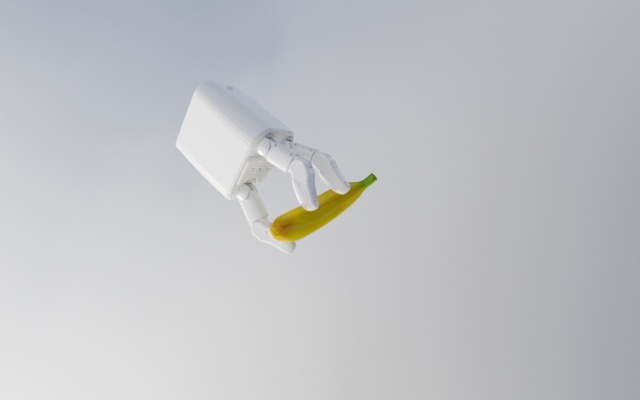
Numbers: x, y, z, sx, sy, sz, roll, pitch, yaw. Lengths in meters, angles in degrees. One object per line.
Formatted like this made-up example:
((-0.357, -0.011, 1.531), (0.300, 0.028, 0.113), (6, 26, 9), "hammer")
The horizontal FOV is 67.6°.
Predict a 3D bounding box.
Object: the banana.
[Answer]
((-0.006, 0.012, 0.598), (0.197, 0.037, 0.070), (-31, -18, -46), "banana")
